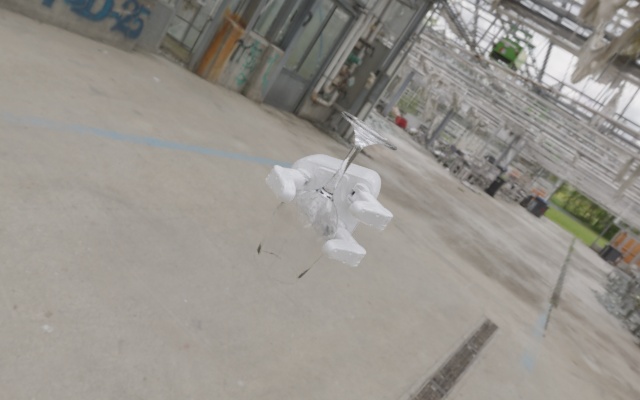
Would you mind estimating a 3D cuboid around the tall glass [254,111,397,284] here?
[{"bbox_3d":[0.000,0.001,0.551,0.079,0.201,0.079,31,16,-10],"label":"tall glass"}]
